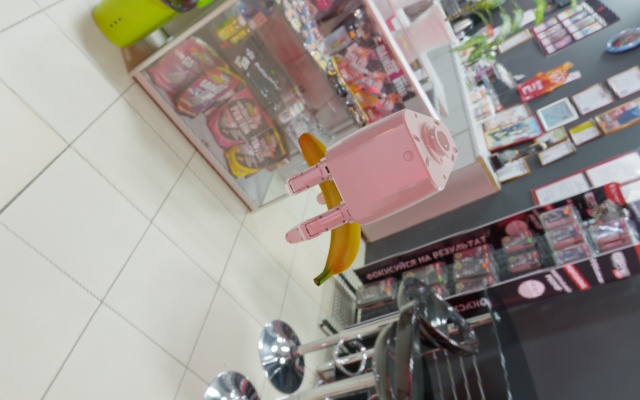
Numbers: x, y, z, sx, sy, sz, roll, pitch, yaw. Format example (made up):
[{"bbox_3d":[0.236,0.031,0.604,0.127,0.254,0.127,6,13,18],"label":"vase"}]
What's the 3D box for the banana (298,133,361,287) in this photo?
[{"bbox_3d":[0.015,0.006,0.607,0.069,0.197,0.037,5,-20,-37],"label":"banana"}]
